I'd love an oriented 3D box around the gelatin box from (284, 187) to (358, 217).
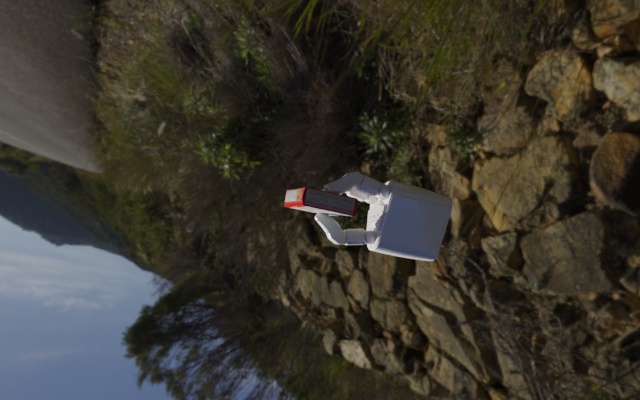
[{"bbox_3d":[0.000,0.003,0.719,0.089,0.030,0.073,12,-6,-25],"label":"gelatin box"}]
